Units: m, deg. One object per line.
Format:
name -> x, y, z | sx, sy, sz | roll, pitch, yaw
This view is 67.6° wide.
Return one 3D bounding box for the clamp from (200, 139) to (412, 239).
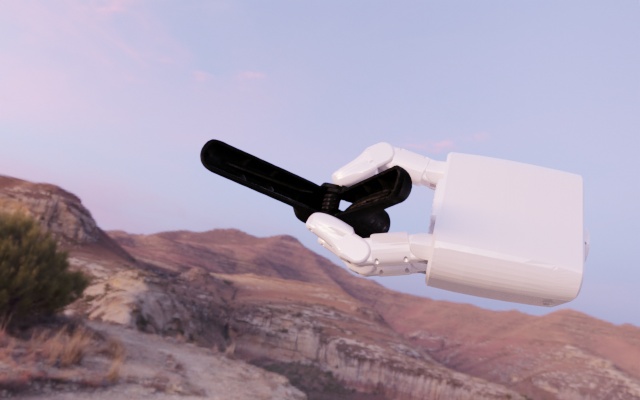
clamp -> 0.001, 0.001, 0.425 | 0.164, 0.036, 0.210 | 13, -14, 15
